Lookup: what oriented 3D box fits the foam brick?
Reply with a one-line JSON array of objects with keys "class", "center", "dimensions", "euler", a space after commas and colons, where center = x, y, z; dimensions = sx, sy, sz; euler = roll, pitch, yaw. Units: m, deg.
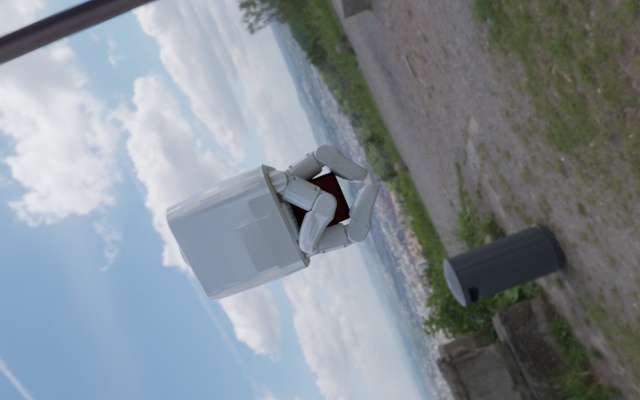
[{"class": "foam brick", "center": [0.000, 0.002, 0.512], "dimensions": [0.051, 0.053, 0.078], "euler": [-22, 0, 4]}]
